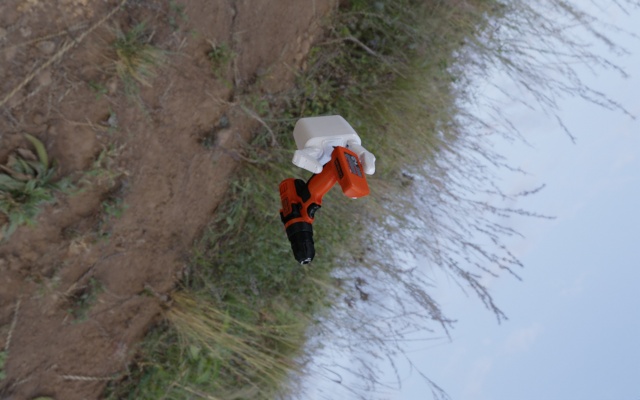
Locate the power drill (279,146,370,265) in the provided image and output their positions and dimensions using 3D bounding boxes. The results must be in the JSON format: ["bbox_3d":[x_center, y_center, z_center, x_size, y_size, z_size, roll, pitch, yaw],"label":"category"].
[{"bbox_3d":[0.000,0.002,0.878,0.188,0.184,0.057,-36,-36,31],"label":"power drill"}]
